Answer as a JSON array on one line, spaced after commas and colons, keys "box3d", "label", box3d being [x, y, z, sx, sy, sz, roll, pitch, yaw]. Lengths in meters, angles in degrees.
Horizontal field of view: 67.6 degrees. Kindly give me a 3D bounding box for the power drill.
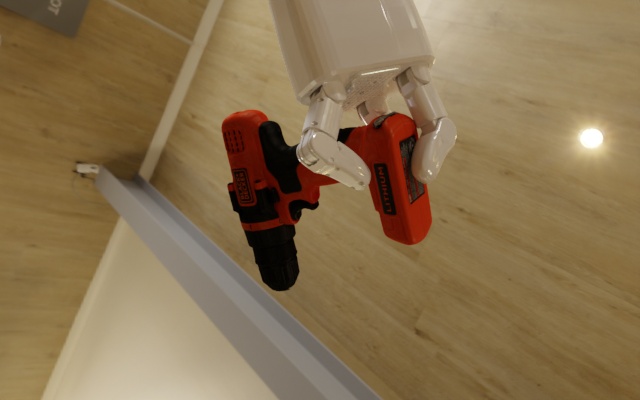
[{"box3d": [0.000, 0.001, 0.432, 0.187, 0.184, 0.057, -3, 18, 32], "label": "power drill"}]
